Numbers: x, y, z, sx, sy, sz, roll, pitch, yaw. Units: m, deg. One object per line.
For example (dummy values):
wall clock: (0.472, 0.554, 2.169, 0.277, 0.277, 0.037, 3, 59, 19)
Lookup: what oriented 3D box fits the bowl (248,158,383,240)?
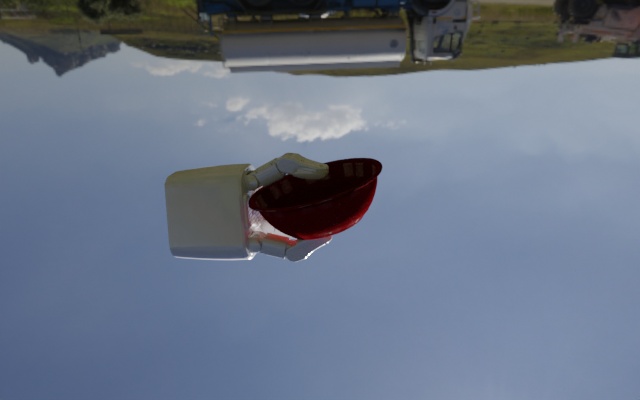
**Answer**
bowl: (0.001, 0.002, 0.562, 0.162, 0.055, 0.162, -15, 17, 5)
